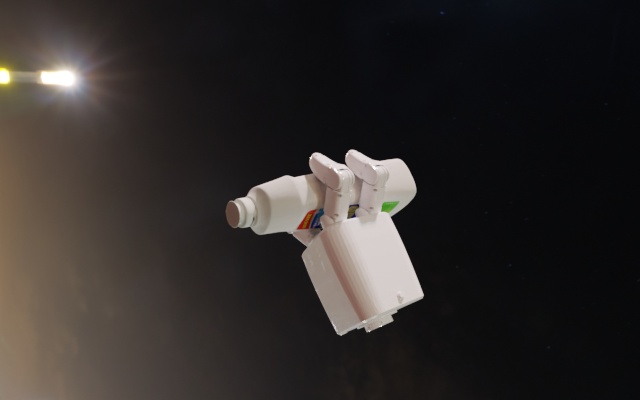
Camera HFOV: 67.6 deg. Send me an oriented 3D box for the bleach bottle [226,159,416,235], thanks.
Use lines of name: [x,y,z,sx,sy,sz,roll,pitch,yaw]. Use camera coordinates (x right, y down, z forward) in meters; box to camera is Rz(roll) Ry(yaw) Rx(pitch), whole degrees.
bleach bottle: [0.000,0.002,0.577,0.251,0.068,0.103,-10,-21,-40]
